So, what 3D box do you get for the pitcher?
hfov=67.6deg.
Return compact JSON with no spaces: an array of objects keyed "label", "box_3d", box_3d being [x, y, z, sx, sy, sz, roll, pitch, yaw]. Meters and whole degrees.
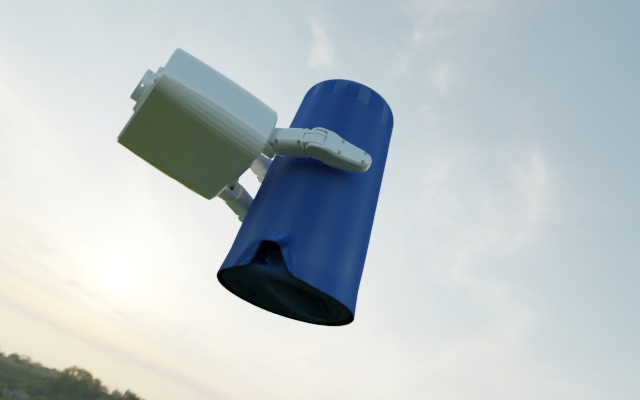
[{"label":"pitcher","box_3d":[0.000,0.002,0.501,0.145,0.242,0.149,32,-30,-22]}]
